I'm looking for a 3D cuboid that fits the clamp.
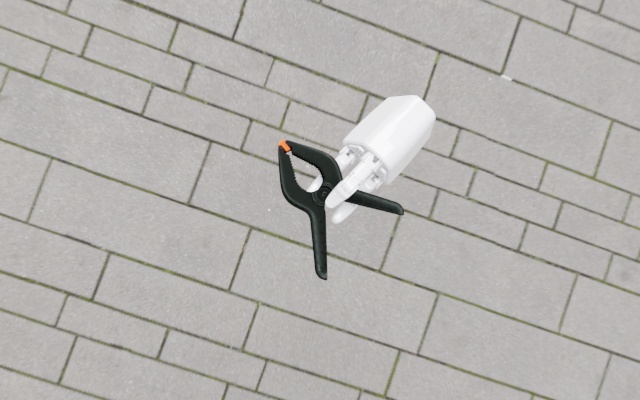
[{"bbox_3d":[0.000,0.002,0.710,0.210,0.164,0.036,44,-8,-4],"label":"clamp"}]
